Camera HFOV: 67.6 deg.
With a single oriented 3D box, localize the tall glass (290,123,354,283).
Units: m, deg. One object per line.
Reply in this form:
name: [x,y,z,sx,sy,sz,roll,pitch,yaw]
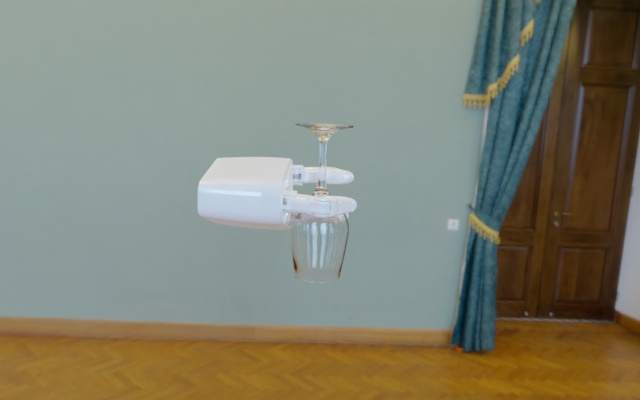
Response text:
tall glass: [0.000,0.001,0.622,0.079,0.201,0.079,2,8,0]
